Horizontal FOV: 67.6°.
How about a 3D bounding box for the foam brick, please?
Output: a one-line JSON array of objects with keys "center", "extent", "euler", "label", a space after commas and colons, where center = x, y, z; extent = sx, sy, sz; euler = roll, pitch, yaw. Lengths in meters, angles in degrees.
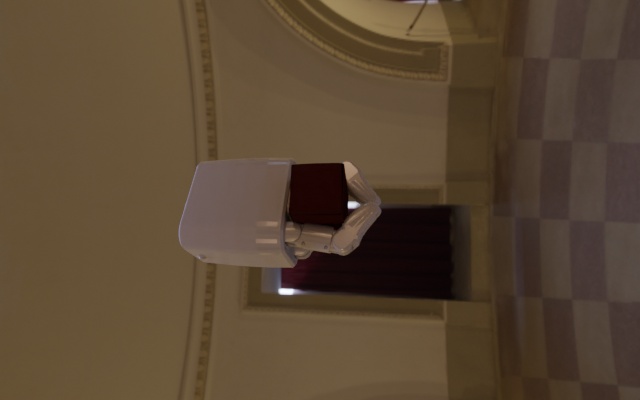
[{"center": [0.000, 0.001, 0.477], "extent": [0.051, 0.053, 0.078], "euler": [1, -20, 7], "label": "foam brick"}]
